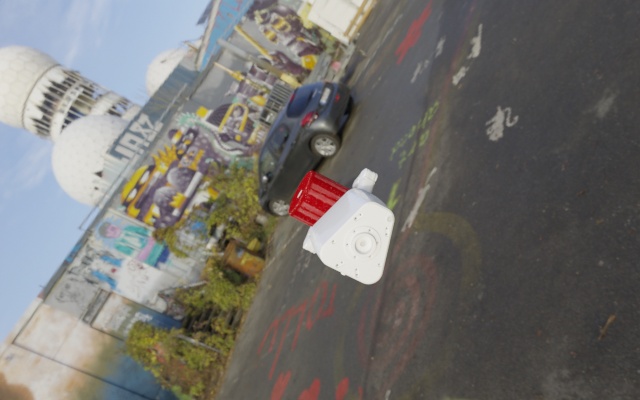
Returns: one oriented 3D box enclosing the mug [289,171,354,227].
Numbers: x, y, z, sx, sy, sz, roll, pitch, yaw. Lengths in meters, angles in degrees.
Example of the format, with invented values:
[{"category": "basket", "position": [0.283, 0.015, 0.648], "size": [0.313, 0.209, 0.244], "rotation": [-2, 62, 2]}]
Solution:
[{"category": "mug", "position": [0.000, 0.002, 0.778], "size": [0.081, 0.093, 0.117], "rotation": [27, 4, -11]}]
